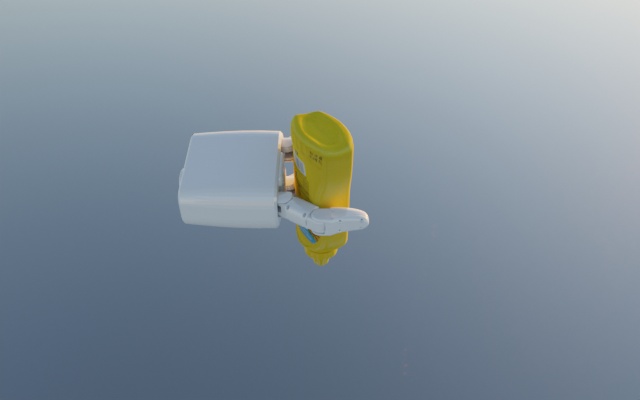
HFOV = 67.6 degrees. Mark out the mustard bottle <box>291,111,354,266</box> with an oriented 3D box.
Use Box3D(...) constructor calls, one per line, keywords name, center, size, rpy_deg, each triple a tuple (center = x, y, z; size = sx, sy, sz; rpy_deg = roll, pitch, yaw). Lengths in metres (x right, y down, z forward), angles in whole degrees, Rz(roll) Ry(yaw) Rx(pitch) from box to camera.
Box3D(name="mustard bottle", center=(0.000, 0.002, 0.553), size=(0.058, 0.192, 0.096), rpy_deg=(-15, 40, -19))
